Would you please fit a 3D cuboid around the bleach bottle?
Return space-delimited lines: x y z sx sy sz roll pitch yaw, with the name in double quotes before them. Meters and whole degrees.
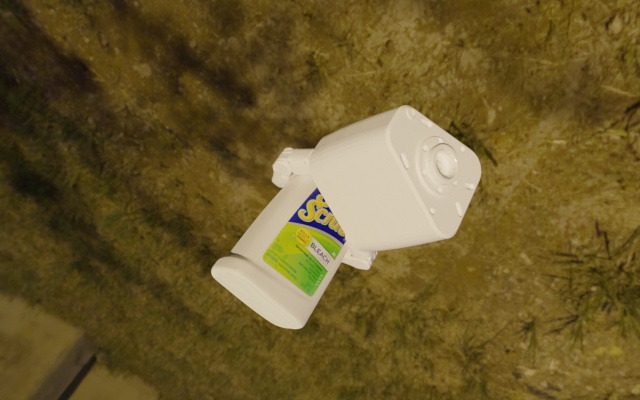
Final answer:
"bleach bottle" 0.000 0.002 0.501 0.102 0.250 0.068 44 -30 -21
